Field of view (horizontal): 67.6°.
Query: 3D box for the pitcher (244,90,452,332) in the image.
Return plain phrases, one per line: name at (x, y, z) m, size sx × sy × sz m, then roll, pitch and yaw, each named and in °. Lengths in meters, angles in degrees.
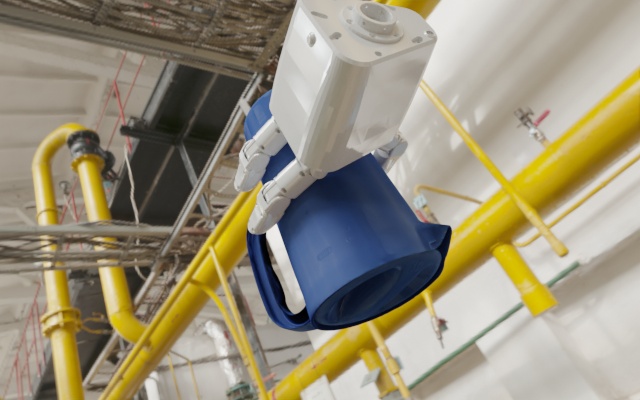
pitcher at (0.000, 0.001, 0.483) m, size 0.149 × 0.242 × 0.145 m, roll -10°, pitch -35°, yaw -26°
